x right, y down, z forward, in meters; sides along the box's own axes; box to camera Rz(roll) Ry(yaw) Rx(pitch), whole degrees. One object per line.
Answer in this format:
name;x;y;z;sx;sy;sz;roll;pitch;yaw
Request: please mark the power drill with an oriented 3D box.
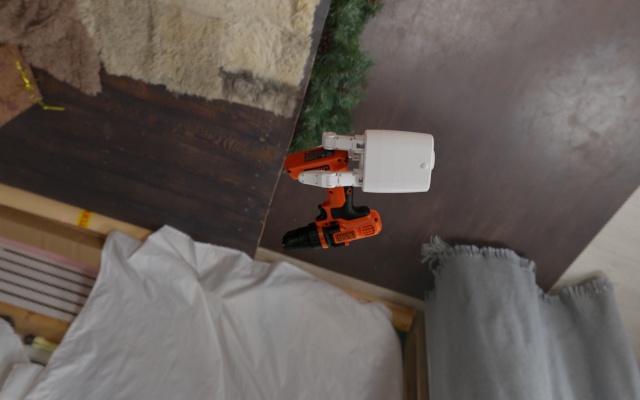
power drill;0.000;0.002;0.829;0.184;0.188;0.057;-15;34;6
